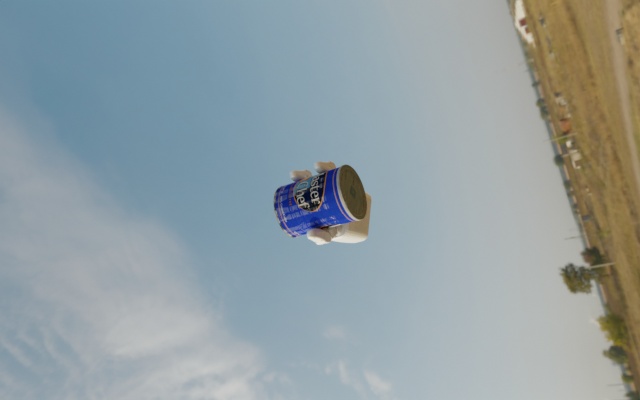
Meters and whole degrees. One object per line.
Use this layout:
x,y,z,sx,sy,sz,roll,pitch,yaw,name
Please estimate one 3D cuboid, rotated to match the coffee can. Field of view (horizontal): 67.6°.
0.000,0.003,0.877,0.140,0.103,0.103,-17,-8,27,coffee can
